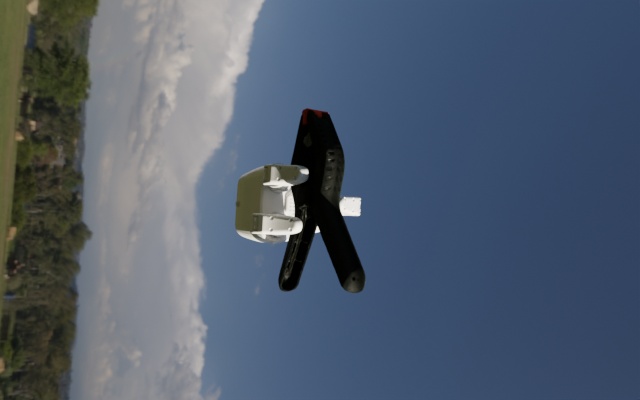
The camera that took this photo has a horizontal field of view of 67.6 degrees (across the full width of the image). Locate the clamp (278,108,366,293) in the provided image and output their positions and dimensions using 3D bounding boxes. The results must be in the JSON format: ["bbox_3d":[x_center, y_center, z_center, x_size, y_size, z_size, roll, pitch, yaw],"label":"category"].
[{"bbox_3d":[0.001,0.001,0.514,0.036,0.210,0.164,5,-4,-29],"label":"clamp"}]
